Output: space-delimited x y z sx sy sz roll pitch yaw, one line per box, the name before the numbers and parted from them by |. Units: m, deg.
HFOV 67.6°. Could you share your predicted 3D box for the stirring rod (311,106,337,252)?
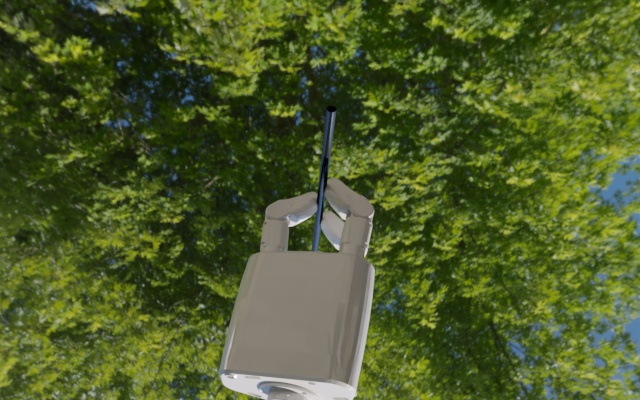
stirring rod | 0.000 0.002 0.470 0.011 0.011 0.240 0 -38 -5
